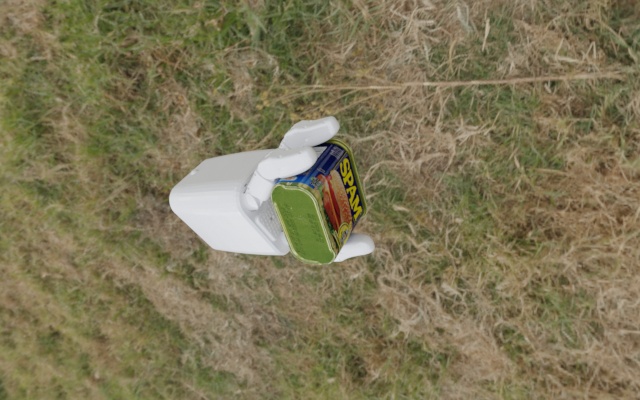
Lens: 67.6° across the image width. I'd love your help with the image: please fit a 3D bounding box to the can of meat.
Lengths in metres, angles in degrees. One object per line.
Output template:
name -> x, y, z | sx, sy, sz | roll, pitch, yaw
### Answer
can of meat -> 0.000, 0.002, 0.480 | 0.057, 0.102, 0.084 | 2, 37, 30
